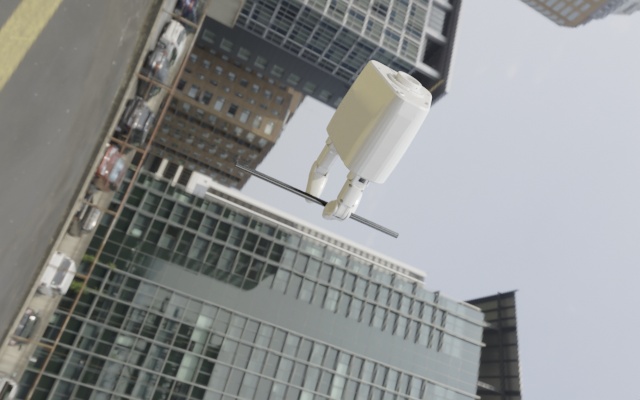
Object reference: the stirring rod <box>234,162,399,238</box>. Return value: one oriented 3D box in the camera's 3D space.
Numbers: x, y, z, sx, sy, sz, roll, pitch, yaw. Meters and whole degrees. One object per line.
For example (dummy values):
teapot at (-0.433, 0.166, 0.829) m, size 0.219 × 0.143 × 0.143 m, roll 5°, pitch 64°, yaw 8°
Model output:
stirring rod at (0.000, 0.002, 0.629) m, size 0.239 × 0.011 × 0.011 m, roll 24°, pitch -7°, yaw -15°
